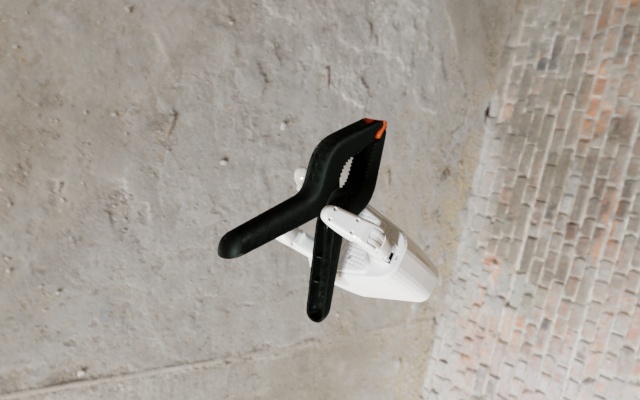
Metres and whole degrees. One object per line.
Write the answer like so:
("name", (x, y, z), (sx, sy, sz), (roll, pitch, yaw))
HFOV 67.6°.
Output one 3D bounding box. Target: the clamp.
("clamp", (0.001, 0.001, 0.454), (0.036, 0.210, 0.165), (18, -13, 40))
